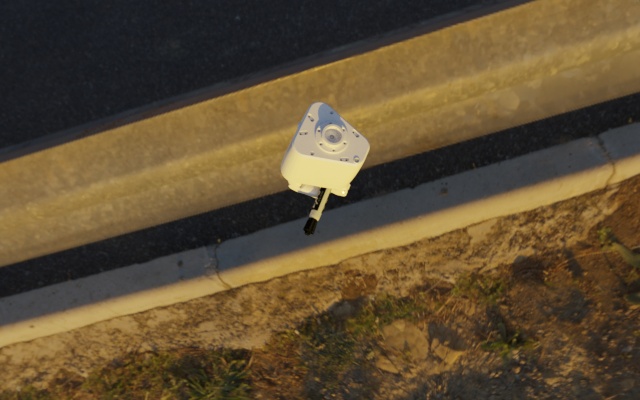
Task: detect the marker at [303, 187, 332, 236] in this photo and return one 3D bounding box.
[{"bbox_3d":[0.000,0.003,0.791,0.020,0.121,0.020,20,-19,7],"label":"marker"}]
